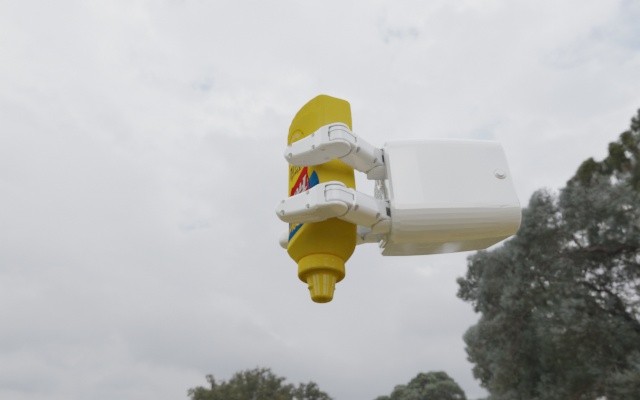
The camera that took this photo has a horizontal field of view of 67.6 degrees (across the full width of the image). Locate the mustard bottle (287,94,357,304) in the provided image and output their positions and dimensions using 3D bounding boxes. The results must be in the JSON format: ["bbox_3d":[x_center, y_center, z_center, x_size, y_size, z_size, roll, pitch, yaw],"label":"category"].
[{"bbox_3d":[0.000,0.001,0.444,0.058,0.191,0.096,12,-35,-21],"label":"mustard bottle"}]
